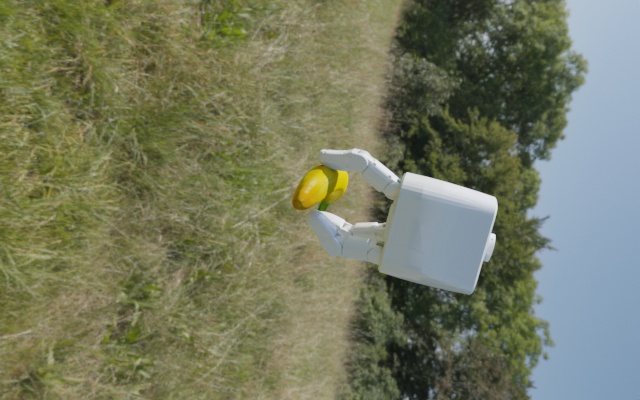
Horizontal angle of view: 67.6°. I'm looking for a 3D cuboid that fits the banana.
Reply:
[{"bbox_3d":[0.007,-0.015,0.594,0.037,0.069,0.198,19,0,10],"label":"banana"}]
